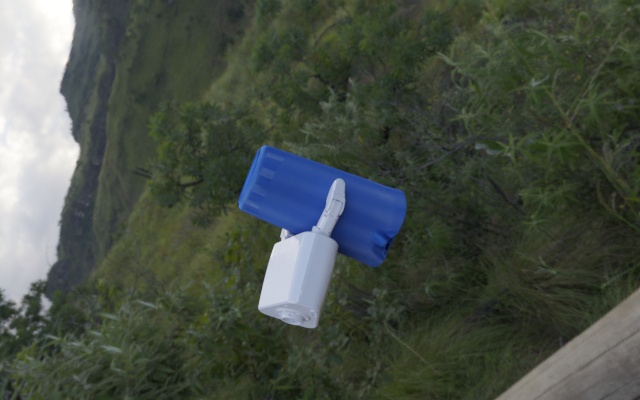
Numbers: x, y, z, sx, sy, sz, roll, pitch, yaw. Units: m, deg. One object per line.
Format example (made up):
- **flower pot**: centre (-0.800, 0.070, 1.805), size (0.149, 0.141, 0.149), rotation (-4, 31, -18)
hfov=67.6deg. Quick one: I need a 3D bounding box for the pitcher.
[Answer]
- **pitcher**: centre (0.000, 0.003, 0.762), size (0.243, 0.145, 0.149), rotation (21, -29, -12)
